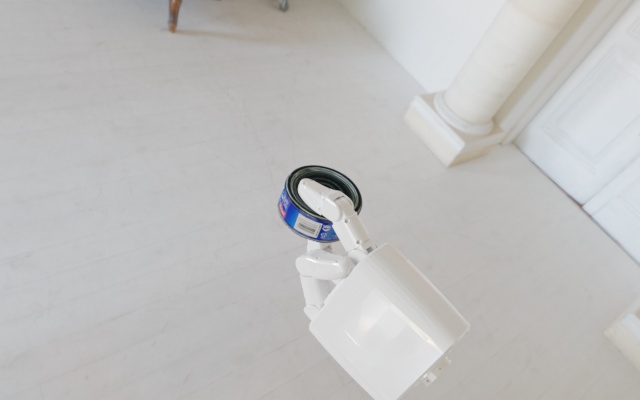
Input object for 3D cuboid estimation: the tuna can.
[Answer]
[{"bbox_3d":[0.000,0.001,0.503,0.086,0.086,0.034,0,-44,-23],"label":"tuna can"}]
